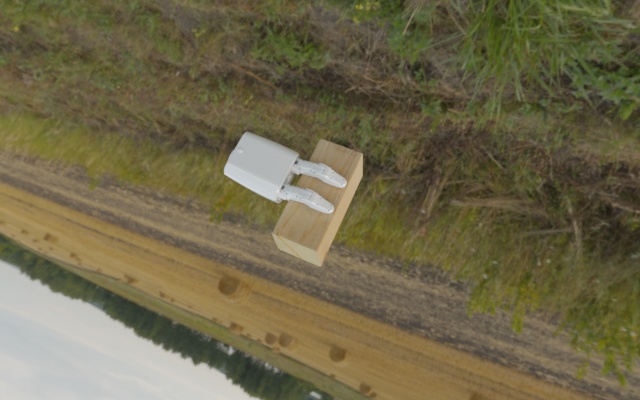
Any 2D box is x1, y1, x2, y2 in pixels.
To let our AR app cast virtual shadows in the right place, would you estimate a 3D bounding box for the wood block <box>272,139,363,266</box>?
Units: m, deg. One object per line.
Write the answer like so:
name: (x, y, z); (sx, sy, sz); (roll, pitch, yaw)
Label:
wood block: (0.000, 0.003, 0.888); (0.090, 0.206, 0.091); (21, -21, 13)
